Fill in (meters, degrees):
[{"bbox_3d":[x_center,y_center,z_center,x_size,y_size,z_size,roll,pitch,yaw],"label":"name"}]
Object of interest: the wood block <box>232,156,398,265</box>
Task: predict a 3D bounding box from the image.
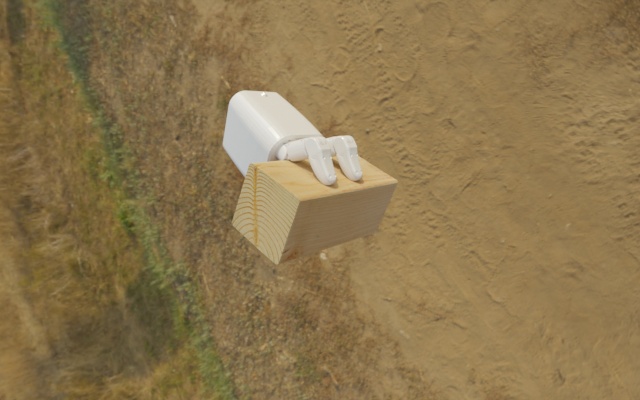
[{"bbox_3d":[0.000,0.002,0.626,0.090,0.091,0.206,36,29,30],"label":"wood block"}]
